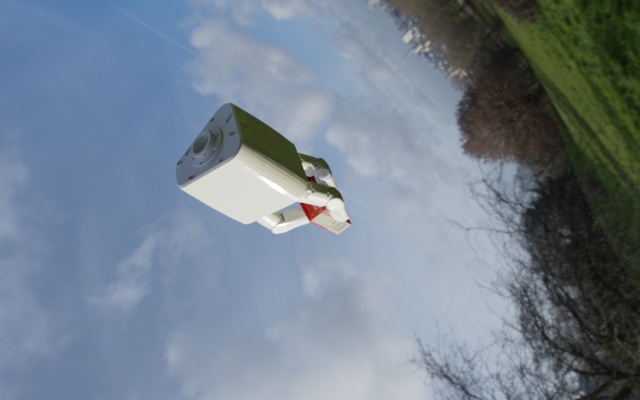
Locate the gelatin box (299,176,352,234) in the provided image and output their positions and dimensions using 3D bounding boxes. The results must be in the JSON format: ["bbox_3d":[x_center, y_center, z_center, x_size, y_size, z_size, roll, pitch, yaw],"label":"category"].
[{"bbox_3d":[0.000,0.003,0.666,0.030,0.073,0.089,-37,-30,15],"label":"gelatin box"}]
